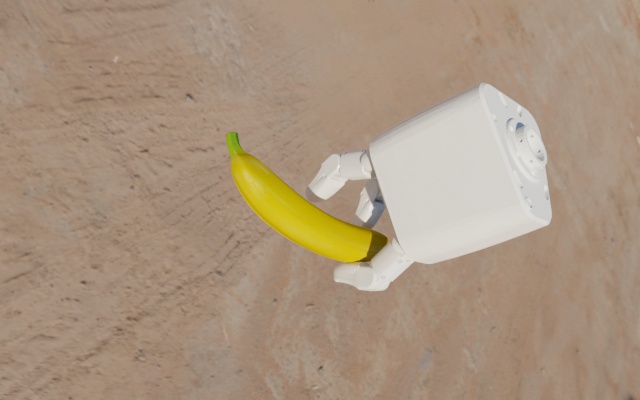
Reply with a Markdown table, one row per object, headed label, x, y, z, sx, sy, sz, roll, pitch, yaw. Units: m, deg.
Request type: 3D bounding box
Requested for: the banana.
| label | x | y | z | sx | sy | sz | roll | pitch | yaw |
| --- | --- | --- | --- | --- | --- | --- | --- | --- | --- |
| banana | -0.006 | 0.014 | 0.428 | 0.198 | 0.069 | 0.037 | 36 | -43 | -24 |
